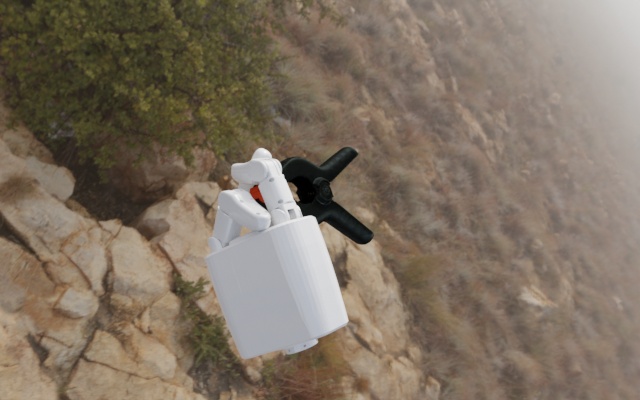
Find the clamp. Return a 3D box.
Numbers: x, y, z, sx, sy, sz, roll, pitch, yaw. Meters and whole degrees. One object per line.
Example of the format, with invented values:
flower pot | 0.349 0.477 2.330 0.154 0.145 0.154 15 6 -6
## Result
clamp | 0.000 0.001 0.530 0.171 0.120 0.039 -12 -11 -46
